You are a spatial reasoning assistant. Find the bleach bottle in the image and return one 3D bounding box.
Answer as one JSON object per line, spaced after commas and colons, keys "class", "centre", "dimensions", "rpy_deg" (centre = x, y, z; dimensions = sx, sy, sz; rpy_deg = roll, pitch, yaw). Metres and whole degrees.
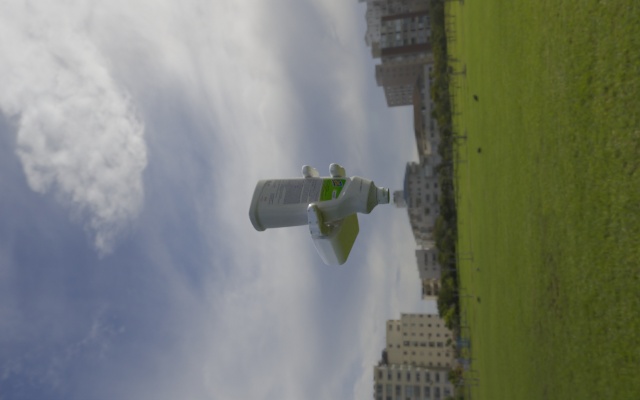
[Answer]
{"class": "bleach bottle", "centre": [0.000, 0.003, 0.882], "dimensions": [0.251, 0.102, 0.068], "rpy_deg": [-2, -38, 15]}
